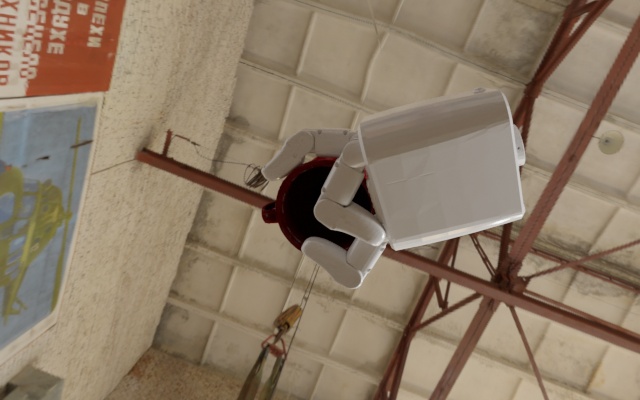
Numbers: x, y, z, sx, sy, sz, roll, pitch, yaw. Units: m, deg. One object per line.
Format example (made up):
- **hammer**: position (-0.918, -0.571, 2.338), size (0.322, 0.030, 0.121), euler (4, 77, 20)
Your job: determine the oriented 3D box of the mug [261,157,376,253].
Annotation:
- **mug**: position (-0.001, 0.002, 0.464), size (0.117, 0.093, 0.081), euler (-13, 13, 13)
